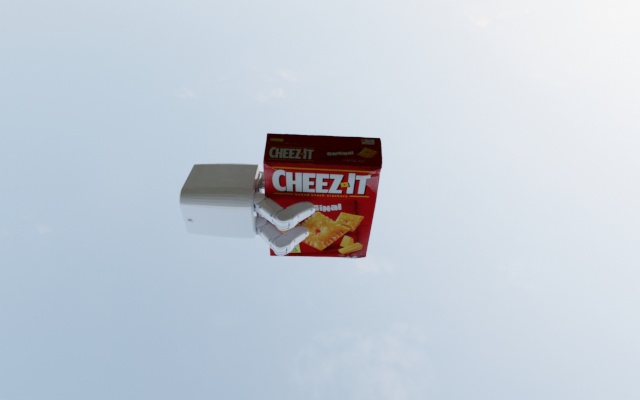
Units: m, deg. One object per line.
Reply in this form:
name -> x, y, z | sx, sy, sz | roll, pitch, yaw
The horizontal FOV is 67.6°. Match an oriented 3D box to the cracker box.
cracker box -> 0.000, 0.002, 0.731 | 0.164, 0.072, 0.214 | 2, -42, -1
